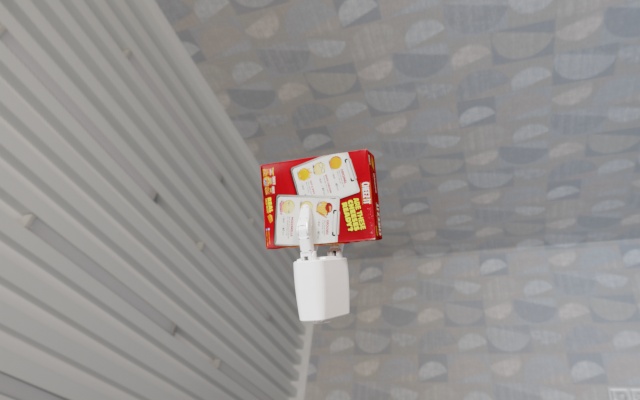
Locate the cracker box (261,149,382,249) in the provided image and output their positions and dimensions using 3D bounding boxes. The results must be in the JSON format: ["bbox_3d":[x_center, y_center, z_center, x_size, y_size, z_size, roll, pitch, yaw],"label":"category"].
[{"bbox_3d":[0.000,0.003,0.899,0.214,0.164,0.072,-7,-7,18],"label":"cracker box"}]
